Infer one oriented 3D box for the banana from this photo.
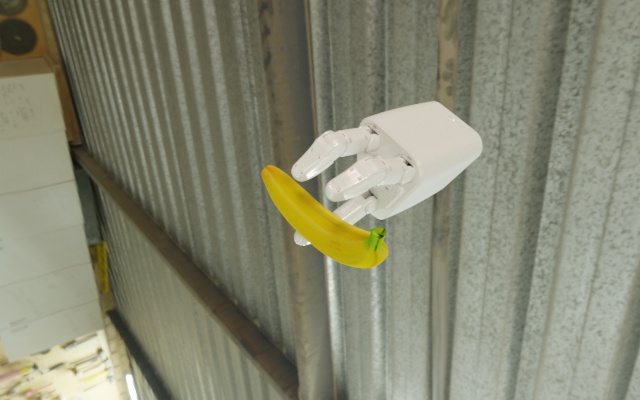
[{"bbox_3d":[0.004,0.019,0.466,0.037,0.070,0.197,-24,31,-28],"label":"banana"}]
